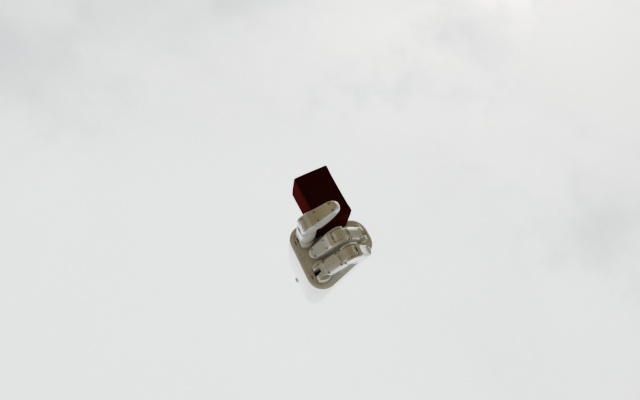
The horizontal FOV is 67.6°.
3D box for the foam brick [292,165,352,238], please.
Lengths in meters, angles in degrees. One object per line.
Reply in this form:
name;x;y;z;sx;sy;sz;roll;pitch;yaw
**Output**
foam brick;0.000;0.002;0.666;0.053;0.078;0.051;-22;-21;-16
